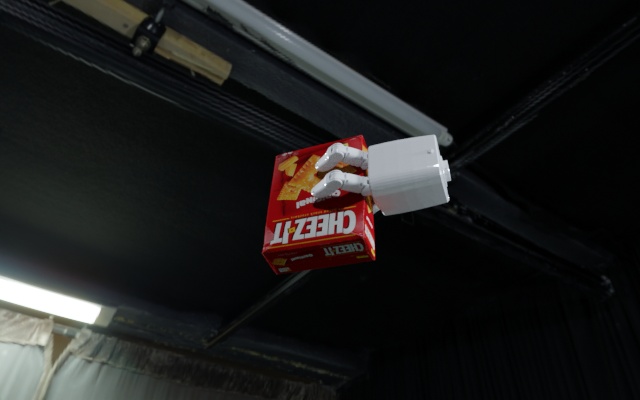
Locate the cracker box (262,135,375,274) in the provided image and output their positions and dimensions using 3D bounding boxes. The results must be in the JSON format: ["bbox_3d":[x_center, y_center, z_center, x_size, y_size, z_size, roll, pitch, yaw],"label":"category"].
[{"bbox_3d":[0.000,0.003,0.780,0.164,0.213,0.072,-11,-42,17],"label":"cracker box"}]
